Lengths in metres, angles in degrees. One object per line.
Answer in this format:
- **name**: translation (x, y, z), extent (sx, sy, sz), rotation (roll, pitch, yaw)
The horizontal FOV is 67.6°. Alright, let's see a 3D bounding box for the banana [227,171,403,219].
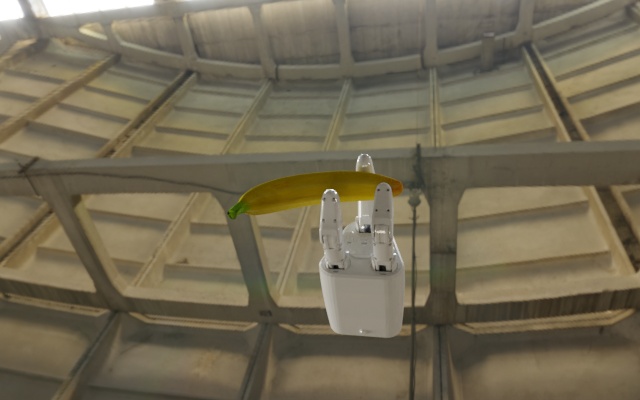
- **banana**: translation (-0.008, -0.007, 0.551), extent (0.198, 0.037, 0.069), rotation (-10, 31, -9)
